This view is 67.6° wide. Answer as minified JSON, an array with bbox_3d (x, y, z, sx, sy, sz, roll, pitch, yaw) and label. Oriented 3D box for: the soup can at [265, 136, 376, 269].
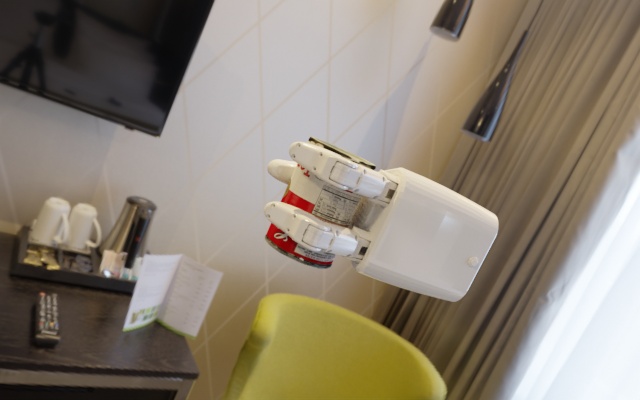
[{"bbox_3d":[0.000,0.001,0.435,0.068,0.102,0.068,24,9,-4],"label":"soup can"}]
